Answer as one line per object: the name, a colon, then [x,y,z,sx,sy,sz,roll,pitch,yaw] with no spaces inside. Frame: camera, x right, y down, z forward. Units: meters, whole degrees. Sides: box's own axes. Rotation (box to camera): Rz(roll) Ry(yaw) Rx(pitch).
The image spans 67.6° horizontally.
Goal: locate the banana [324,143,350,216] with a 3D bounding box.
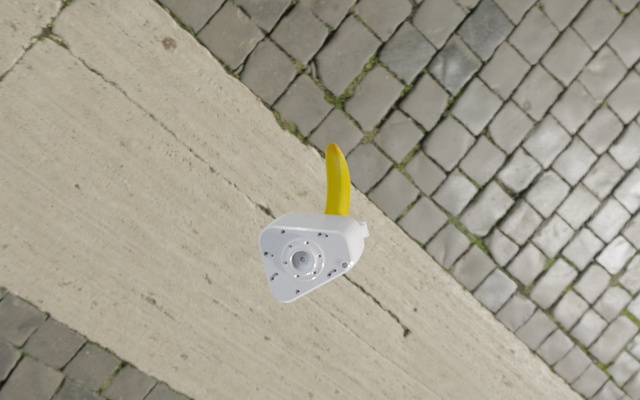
banana: [0.014,0.010,0.741,0.069,0.198,0.037,16,3,32]
